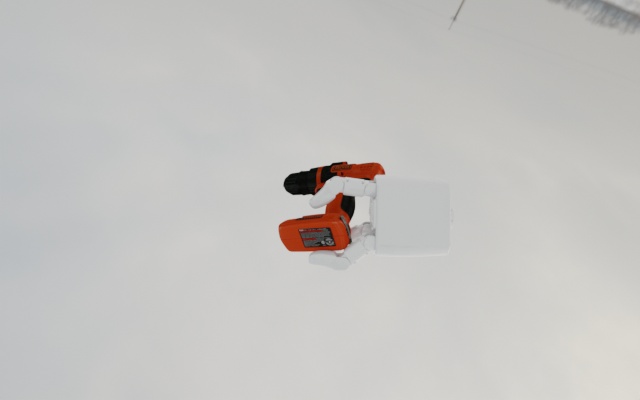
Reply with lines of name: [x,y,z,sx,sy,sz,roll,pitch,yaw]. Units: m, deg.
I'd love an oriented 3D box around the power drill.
power drill: [0.000,0.003,0.763,0.184,0.057,0.187,-6,33,25]
